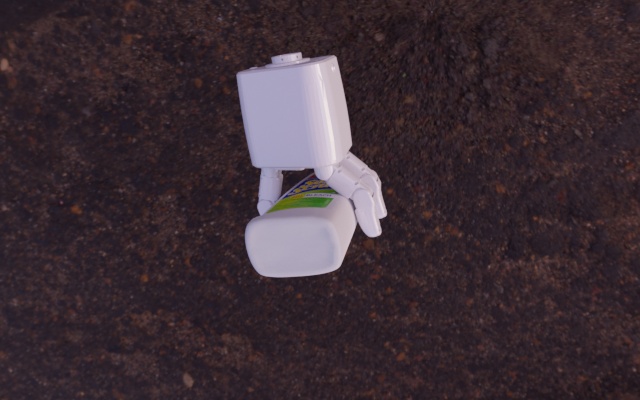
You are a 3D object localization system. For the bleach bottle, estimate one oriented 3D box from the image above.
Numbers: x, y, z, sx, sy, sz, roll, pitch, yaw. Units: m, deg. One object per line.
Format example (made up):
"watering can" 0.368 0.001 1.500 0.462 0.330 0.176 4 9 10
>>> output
"bleach bottle" 0.000 0.002 0.580 0.102 0.068 0.250 -5 20 15
